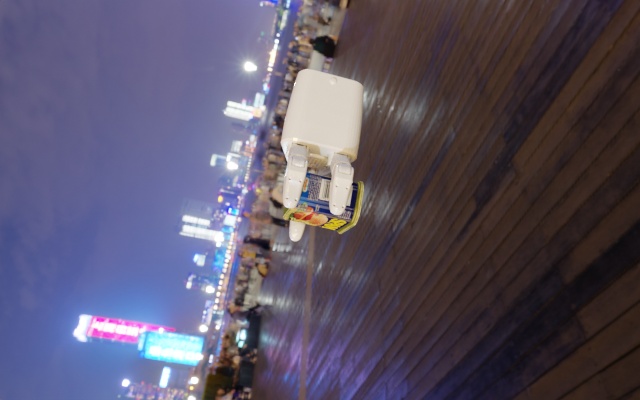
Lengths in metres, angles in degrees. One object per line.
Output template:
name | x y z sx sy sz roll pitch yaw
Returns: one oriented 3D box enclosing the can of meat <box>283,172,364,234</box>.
can of meat | 0.000 0.002 0.614 0.084 0.057 0.102 13 -14 -9
